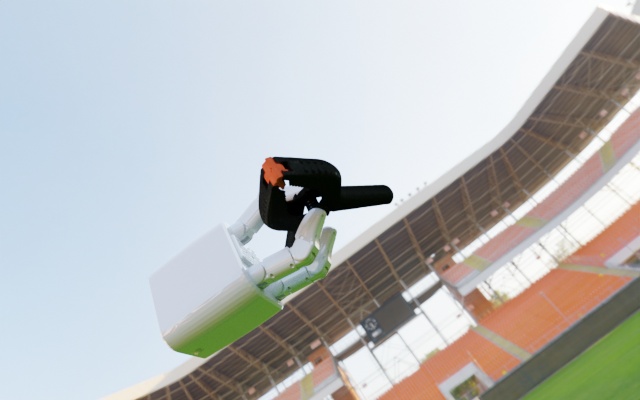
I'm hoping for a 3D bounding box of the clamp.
[{"bbox_3d":[-0.001,0.001,0.525,0.164,0.036,0.210,-34,-29,-1],"label":"clamp"}]
